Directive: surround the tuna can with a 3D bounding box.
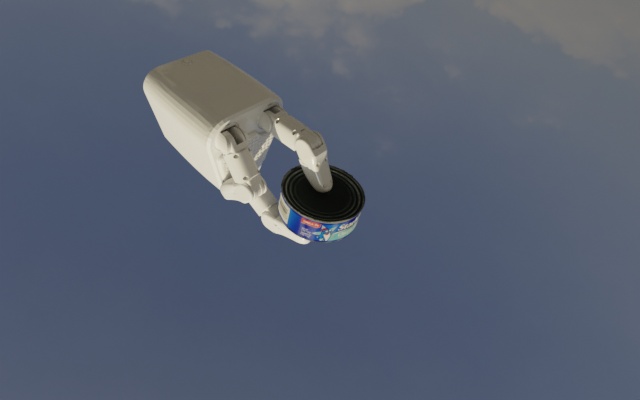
[{"bbox_3d":[0.000,0.002,0.487,0.086,0.034,0.086,8,43,-8],"label":"tuna can"}]
